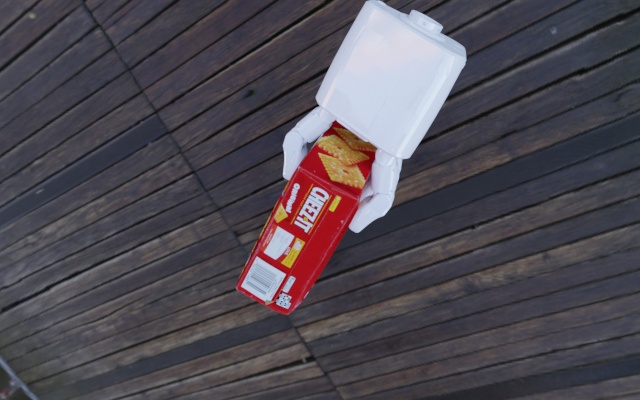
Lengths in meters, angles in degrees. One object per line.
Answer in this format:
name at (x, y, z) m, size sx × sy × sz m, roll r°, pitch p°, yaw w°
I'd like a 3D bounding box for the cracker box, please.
cracker box at (0.000, 0.002, 0.543) m, size 0.072 × 0.164 × 0.213 m, roll 30°, pitch 29°, yaw 1°
